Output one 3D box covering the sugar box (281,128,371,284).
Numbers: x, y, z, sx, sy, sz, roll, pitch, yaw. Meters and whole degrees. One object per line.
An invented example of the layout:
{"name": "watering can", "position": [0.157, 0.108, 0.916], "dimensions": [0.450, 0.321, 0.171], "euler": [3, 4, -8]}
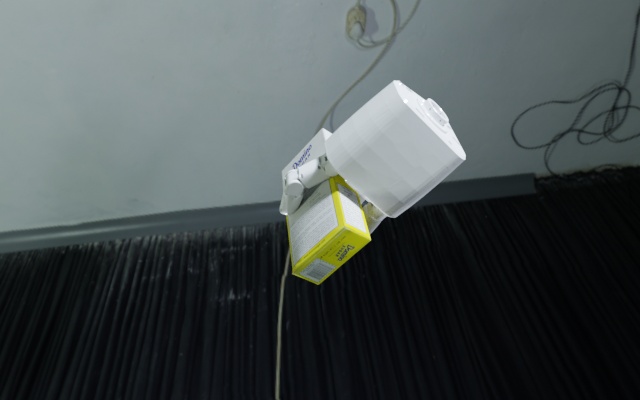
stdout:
{"name": "sugar box", "position": [0.001, 0.002, 0.575], "dimensions": [0.048, 0.176, 0.093], "euler": [29, -57, -29]}
